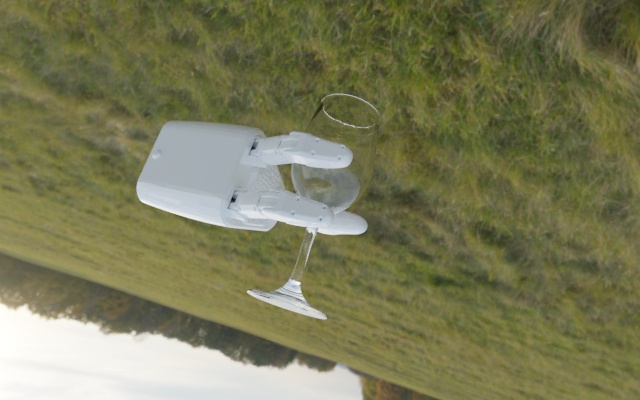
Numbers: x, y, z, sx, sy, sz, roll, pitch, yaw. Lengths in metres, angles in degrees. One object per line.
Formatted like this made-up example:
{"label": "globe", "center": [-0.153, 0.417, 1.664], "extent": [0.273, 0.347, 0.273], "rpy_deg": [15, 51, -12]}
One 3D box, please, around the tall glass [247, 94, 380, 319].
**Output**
{"label": "tall glass", "center": [0.000, 0.002, 0.446], "extent": [0.079, 0.201, 0.079], "rpy_deg": [17, -17, 5]}
